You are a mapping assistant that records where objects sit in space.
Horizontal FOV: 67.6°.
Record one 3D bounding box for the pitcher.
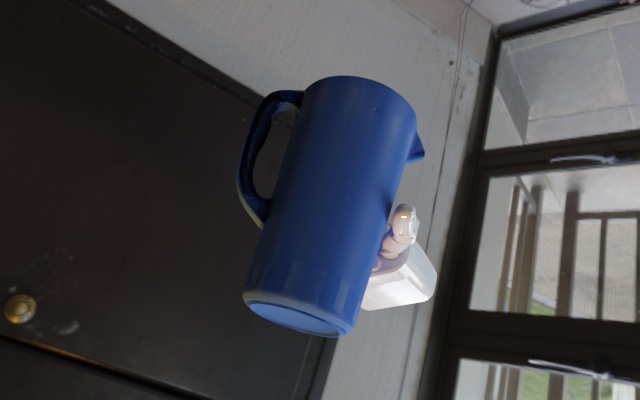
[{"bbox_3d":[0.000,0.002,0.485,0.149,0.242,0.145,1,-30,33],"label":"pitcher"}]
